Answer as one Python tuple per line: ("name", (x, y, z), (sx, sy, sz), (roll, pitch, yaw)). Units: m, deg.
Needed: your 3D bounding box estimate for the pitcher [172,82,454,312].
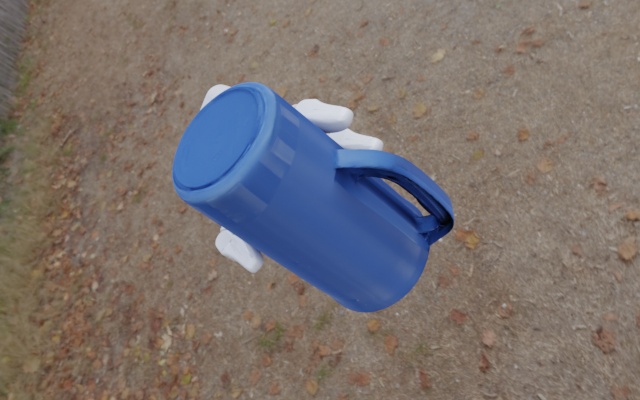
("pitcher", (0.000, 0.001, 0.433), (0.243, 0.149, 0.145), (37, -1, -44))
